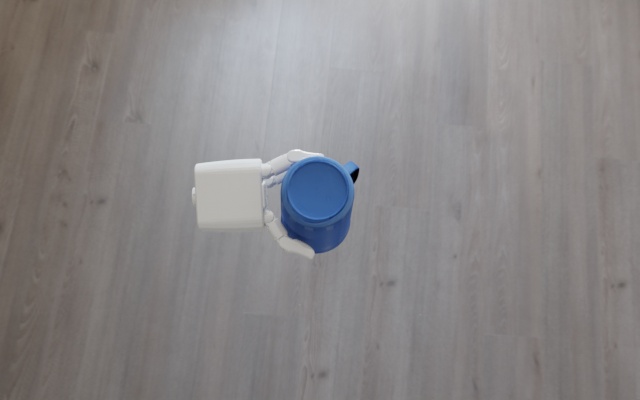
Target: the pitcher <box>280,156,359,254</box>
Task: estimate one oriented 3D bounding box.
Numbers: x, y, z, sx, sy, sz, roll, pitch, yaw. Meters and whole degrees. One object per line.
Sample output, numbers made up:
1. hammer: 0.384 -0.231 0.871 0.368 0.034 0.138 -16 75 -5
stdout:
1. pitcher: 0.000 0.003 0.800 0.145 0.149 0.243 -1 -12 -2
